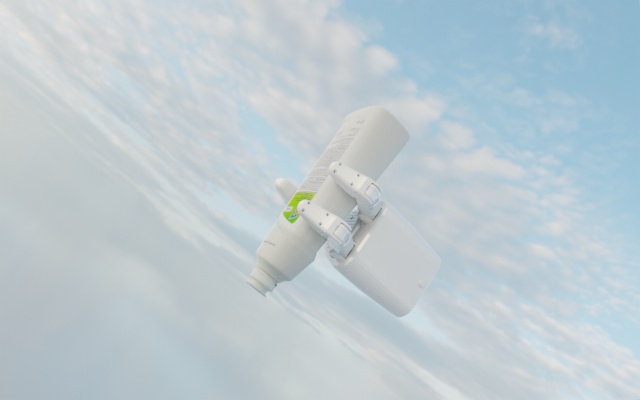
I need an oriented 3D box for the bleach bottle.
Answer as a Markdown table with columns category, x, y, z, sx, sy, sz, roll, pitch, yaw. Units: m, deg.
| category | x | y | z | sx | sy | sz | roll | pitch | yaw |
| --- | --- | --- | --- | --- | --- | --- | --- | --- | --- |
| bleach bottle | 0.000 | 0.002 | 0.561 | 0.068 | 0.250 | 0.102 | 43 | -16 | -17 |
